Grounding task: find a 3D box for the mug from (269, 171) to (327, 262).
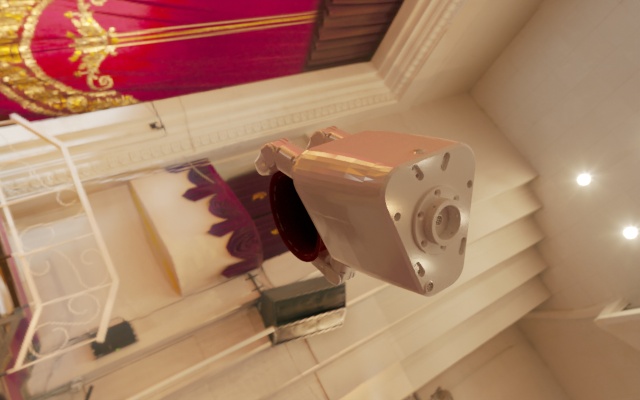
[{"bbox_3d":[-0.001,0.001,0.485,0.081,0.093,0.117,-19,21,-29],"label":"mug"}]
